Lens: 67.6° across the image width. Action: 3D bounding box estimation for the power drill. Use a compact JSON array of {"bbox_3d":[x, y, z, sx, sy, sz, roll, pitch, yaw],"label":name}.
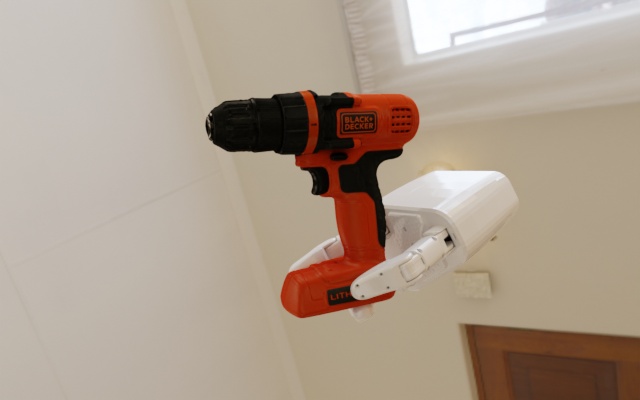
[{"bbox_3d":[0.000,0.002,0.410,0.184,0.188,0.057,-6,14,-20],"label":"power drill"}]
